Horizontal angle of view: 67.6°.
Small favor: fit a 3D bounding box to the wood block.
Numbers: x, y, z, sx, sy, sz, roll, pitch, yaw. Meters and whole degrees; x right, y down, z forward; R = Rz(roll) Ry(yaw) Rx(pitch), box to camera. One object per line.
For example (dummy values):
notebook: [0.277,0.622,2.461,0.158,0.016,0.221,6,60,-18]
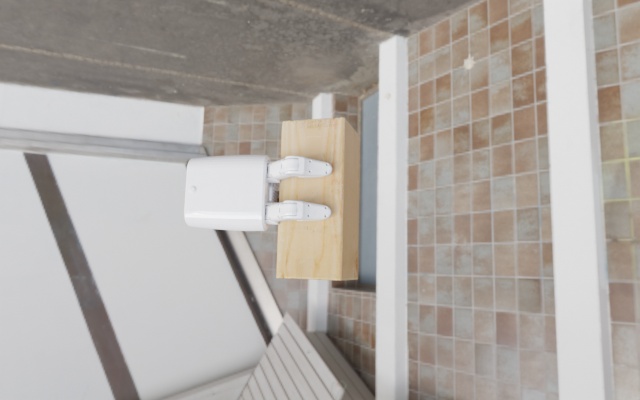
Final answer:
wood block: [0.000,0.002,0.647,0.090,0.206,0.091,-1,-8,17]
